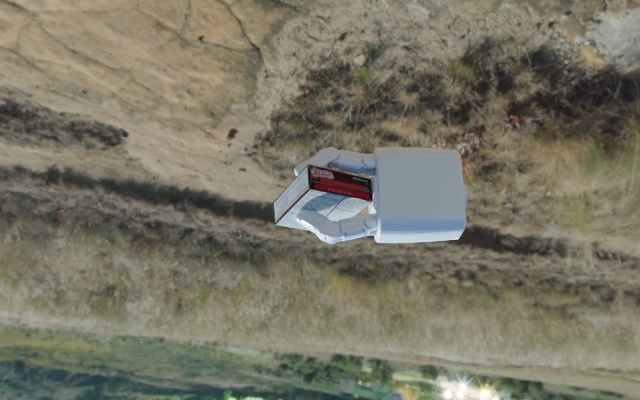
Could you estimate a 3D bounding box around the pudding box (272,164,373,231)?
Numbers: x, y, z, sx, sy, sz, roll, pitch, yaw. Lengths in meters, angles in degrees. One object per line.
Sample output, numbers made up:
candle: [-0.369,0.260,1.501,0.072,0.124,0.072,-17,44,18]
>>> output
pudding box: [0.000,0.002,0.614,0.090,0.039,0.113,12,-33,-25]
